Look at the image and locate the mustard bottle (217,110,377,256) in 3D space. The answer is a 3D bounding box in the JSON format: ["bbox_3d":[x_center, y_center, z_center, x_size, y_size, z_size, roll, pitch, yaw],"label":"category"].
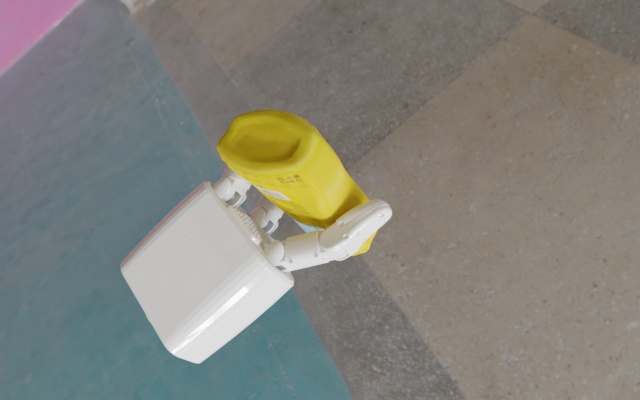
[{"bbox_3d":[0.000,0.001,0.419,0.096,0.058,0.192,16,-20,37],"label":"mustard bottle"}]
